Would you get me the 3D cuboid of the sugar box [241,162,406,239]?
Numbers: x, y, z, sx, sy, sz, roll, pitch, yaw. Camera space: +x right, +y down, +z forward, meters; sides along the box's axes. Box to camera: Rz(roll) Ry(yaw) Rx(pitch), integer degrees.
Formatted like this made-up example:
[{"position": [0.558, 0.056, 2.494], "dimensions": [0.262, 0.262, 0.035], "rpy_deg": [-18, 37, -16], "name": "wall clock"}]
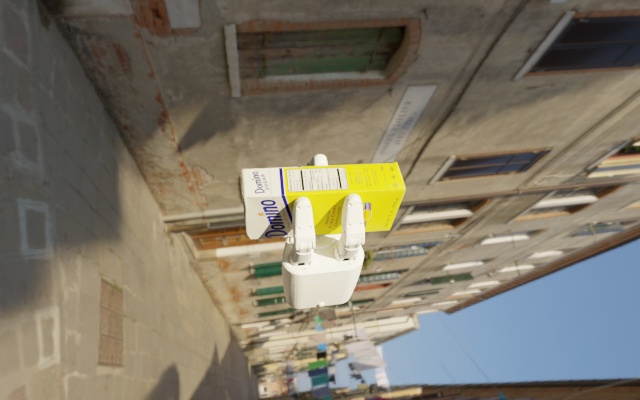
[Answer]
[{"position": [0.000, 0.002, 0.550], "dimensions": [0.176, 0.048, 0.093], "rpy_deg": [-6, -34, -9], "name": "sugar box"}]
